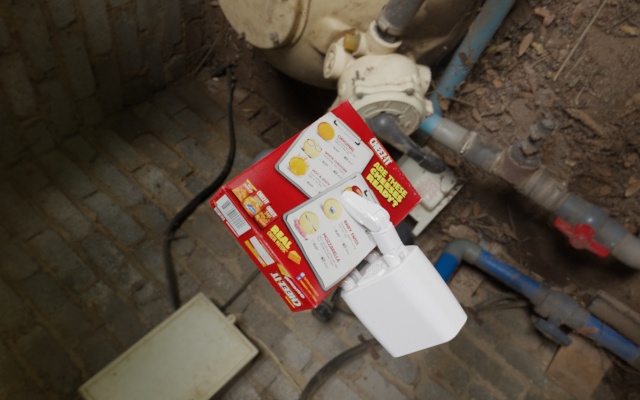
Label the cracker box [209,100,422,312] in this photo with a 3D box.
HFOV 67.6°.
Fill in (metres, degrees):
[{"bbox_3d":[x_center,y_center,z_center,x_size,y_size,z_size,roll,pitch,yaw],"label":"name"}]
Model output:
[{"bbox_3d":[0.000,0.002,0.579,0.213,0.164,0.072,-40,5,-33],"label":"cracker box"}]
